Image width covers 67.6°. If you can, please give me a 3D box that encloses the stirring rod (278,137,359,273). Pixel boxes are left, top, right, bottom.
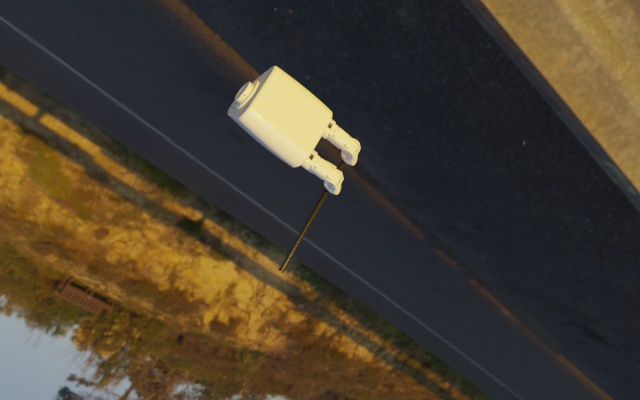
[{"bbox_3d":[0.000,0.002,0.722,0.011,0.239,0.011,27,-16,8],"label":"stirring rod"}]
